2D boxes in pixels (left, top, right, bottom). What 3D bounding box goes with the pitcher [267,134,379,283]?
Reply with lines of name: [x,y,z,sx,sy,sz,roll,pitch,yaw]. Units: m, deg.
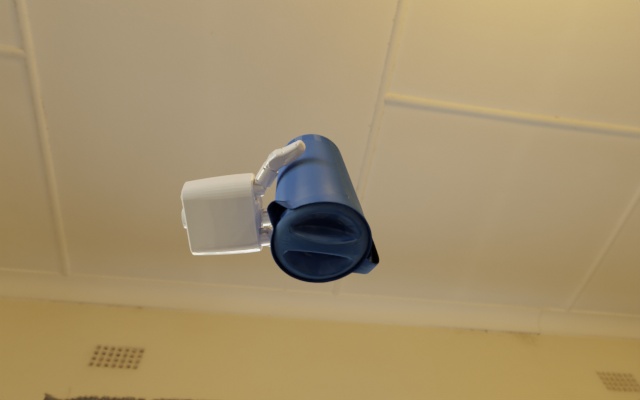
pitcher: [0.000,0.002,0.717,0.145,0.149,0.242,-8,33,0]
